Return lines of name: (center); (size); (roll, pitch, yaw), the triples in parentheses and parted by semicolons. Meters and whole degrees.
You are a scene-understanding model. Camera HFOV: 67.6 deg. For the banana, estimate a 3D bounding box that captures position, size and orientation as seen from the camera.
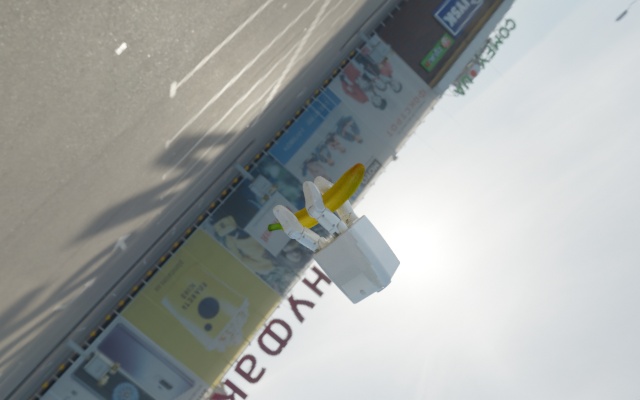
banana: (0.005, 0.005, 0.802); (0.198, 0.037, 0.069); (-36, -16, 19)
